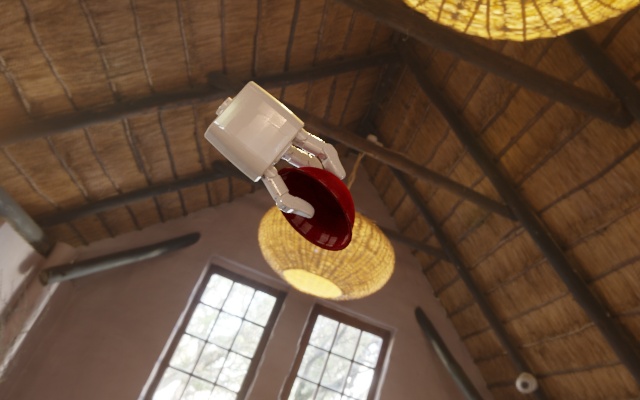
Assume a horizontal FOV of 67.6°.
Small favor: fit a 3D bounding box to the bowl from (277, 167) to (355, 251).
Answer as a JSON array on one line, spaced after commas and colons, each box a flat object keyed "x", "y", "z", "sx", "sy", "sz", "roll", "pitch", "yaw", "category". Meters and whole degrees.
[{"x": 0.001, "y": 0.003, "z": 0.766, "sx": 0.162, "sy": 0.162, "sz": 0.055, "roll": 0, "pitch": 34, "yaw": 49, "category": "bowl"}]
